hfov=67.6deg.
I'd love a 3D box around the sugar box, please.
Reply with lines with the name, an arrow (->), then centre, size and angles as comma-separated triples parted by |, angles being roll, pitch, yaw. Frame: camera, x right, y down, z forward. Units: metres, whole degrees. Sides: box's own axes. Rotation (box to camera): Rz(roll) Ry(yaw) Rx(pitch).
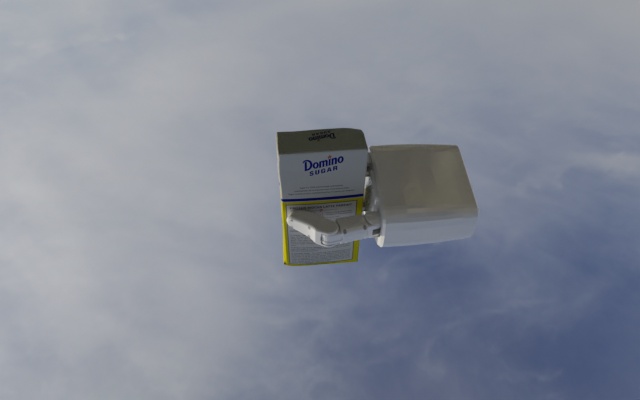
sugar box -> 0.000, 0.001, 0.542 | 0.093, 0.176, 0.048 | -3, 41, -5
